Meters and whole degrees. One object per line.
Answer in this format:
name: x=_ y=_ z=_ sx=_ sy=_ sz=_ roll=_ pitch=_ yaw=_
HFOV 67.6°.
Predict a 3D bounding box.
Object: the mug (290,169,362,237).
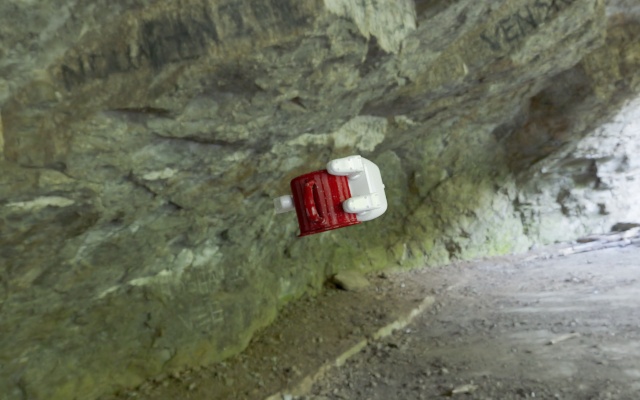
mug: x=0.000 y=0.002 z=0.662 sx=0.093 sy=0.081 sz=0.117 roll=-14 pitch=-5 yaw=19
